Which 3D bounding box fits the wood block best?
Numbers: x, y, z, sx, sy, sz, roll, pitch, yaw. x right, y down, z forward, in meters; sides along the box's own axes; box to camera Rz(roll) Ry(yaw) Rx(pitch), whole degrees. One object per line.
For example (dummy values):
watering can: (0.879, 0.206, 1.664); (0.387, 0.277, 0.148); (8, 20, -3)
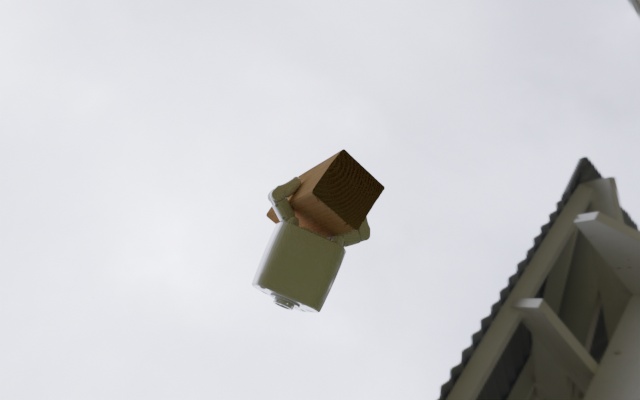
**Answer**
wood block: (0.000, 0.003, 0.781); (0.091, 0.090, 0.206); (41, -25, -13)
